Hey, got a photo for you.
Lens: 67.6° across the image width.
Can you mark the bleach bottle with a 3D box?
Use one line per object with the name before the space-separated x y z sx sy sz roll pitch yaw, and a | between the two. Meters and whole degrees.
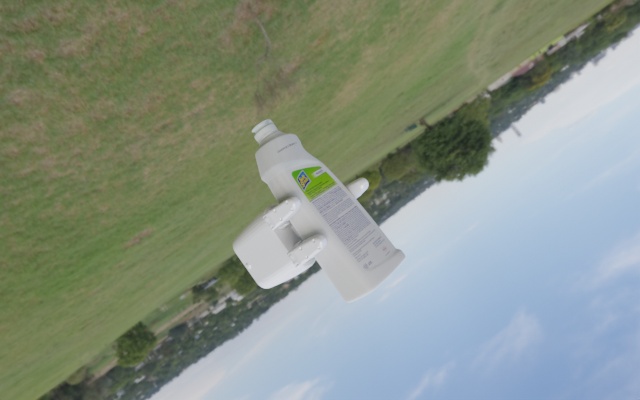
bleach bottle | 0.000 0.002 0.618 0.102 0.251 0.068 -33 -3 -46
